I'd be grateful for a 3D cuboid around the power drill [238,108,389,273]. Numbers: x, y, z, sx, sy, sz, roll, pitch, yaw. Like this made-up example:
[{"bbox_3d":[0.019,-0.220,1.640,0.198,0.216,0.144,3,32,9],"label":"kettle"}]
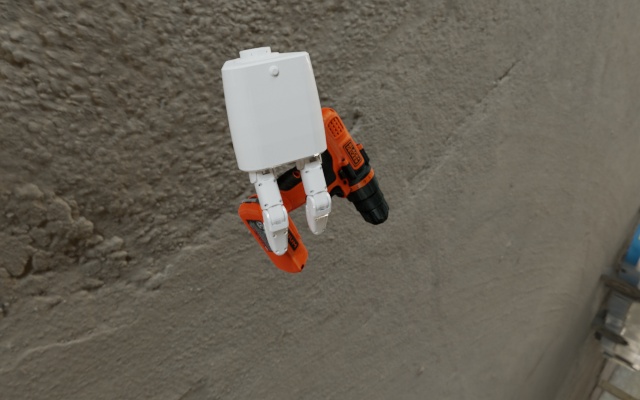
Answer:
[{"bbox_3d":[0.000,0.002,0.612,0.057,0.184,0.187,-5,36,51],"label":"power drill"}]
